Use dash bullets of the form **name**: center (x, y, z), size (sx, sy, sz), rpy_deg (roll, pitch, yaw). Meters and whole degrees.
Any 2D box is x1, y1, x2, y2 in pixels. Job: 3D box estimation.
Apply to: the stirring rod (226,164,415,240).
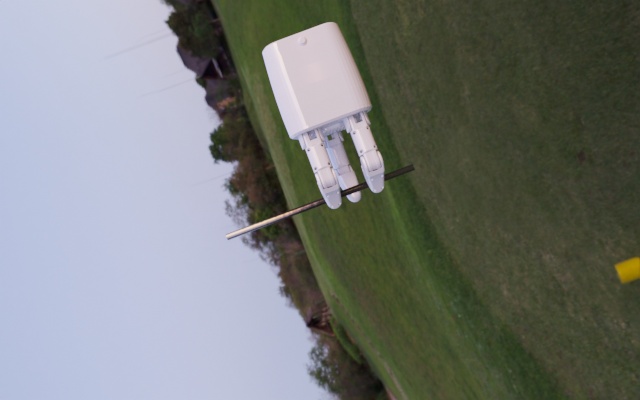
- **stirring rod**: center (0.000, 0.002, 0.577), size (0.239, 0.011, 0.011), rpy_deg (-21, 0, -1)
